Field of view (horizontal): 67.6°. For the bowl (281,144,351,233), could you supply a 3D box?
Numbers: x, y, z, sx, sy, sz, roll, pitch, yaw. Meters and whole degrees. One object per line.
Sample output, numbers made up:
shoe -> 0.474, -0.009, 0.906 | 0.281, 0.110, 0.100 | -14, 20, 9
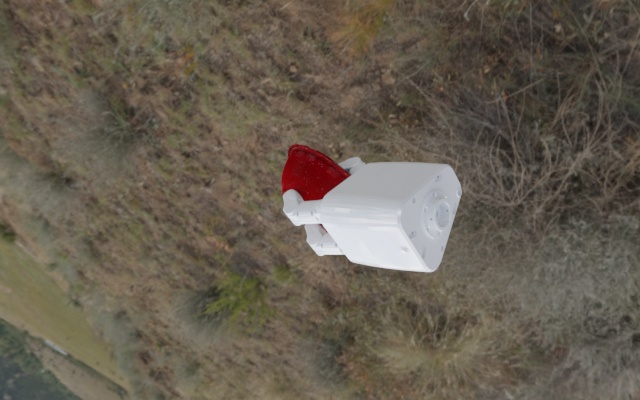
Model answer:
bowl -> -0.001, 0.002, 0.640 | 0.162, 0.055, 0.162 | 39, -17, 14
